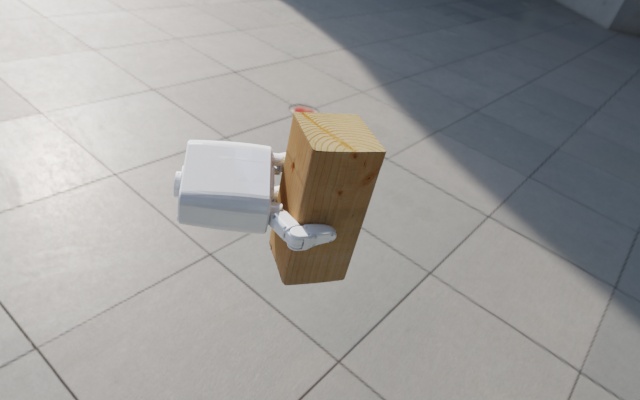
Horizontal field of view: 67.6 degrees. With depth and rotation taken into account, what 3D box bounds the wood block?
[{"bbox_3d":[0.000,0.002,0.609,0.090,0.206,0.090,-2,38,-21],"label":"wood block"}]
